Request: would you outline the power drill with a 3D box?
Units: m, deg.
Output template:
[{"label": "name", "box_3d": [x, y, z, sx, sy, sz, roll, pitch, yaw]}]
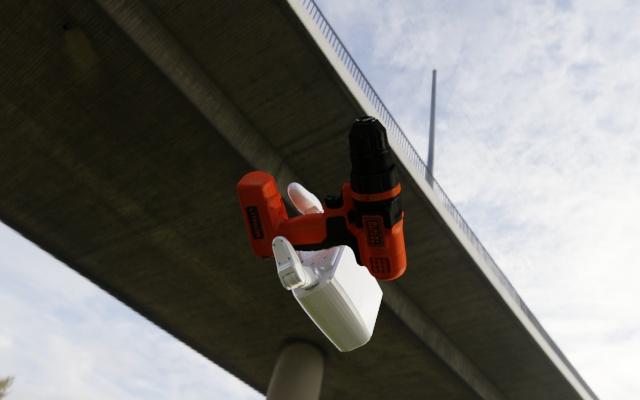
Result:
[{"label": "power drill", "box_3d": [0.000, 0.002, 0.542, 0.187, 0.184, 0.057, 0, 21, 27]}]
